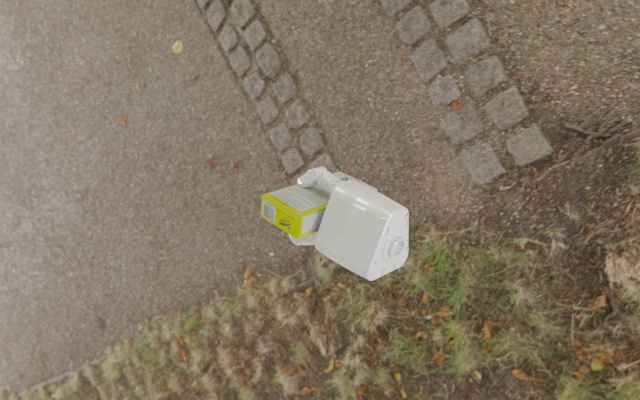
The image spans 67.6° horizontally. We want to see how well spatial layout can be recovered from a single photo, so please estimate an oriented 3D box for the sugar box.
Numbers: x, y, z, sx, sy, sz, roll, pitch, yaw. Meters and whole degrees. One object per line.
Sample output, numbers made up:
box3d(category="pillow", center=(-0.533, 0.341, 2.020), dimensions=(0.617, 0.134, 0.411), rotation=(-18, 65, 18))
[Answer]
box3d(category="sugar box", center=(0.000, 0.003, 0.772), dimensions=(0.176, 0.048, 0.093), rotation=(-15, 33, -42))
